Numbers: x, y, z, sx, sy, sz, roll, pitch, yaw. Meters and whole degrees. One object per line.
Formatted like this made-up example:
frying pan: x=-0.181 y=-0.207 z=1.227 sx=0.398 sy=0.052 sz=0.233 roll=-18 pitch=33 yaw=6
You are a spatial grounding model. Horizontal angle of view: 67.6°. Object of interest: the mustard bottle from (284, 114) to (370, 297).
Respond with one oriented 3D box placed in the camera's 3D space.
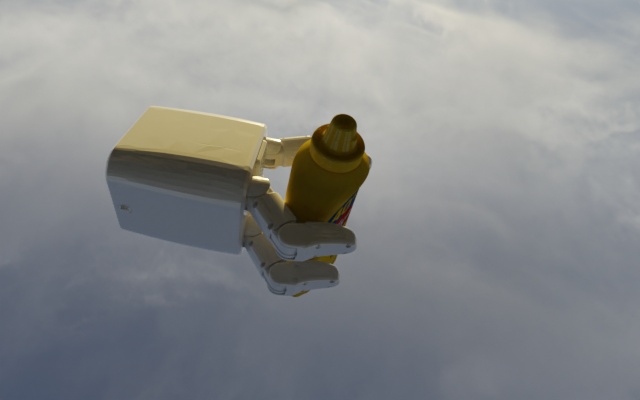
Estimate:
mustard bottle: x=0.000 y=0.002 z=0.411 sx=0.058 sy=0.096 sz=0.192 roll=30 pitch=-37 yaw=11
